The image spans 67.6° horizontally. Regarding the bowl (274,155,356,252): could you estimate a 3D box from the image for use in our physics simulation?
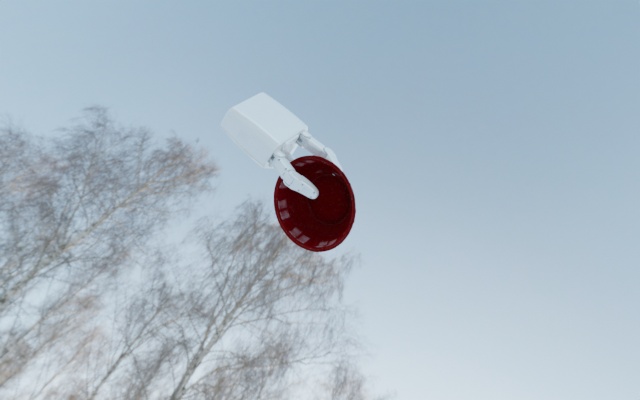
[{"bbox_3d":[0.001,0.004,0.808,0.162,0.162,0.055,0,8,33],"label":"bowl"}]
